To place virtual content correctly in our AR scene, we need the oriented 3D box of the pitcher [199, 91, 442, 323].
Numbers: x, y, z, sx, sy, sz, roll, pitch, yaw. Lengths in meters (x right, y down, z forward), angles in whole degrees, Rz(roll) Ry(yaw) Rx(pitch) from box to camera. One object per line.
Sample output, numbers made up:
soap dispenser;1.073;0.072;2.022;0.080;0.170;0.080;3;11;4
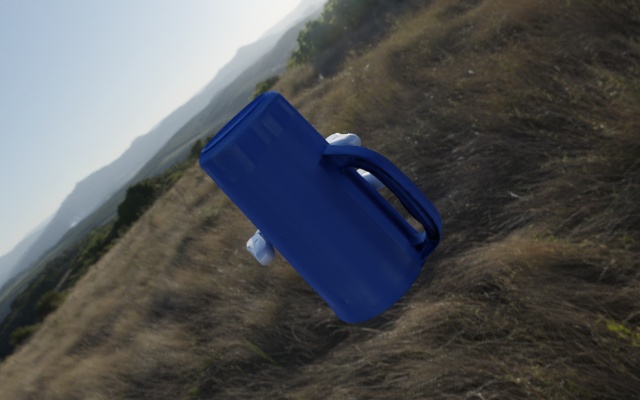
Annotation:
pitcher;0.000;0.002;0.505;0.243;0.149;0.145;47;-6;-18
